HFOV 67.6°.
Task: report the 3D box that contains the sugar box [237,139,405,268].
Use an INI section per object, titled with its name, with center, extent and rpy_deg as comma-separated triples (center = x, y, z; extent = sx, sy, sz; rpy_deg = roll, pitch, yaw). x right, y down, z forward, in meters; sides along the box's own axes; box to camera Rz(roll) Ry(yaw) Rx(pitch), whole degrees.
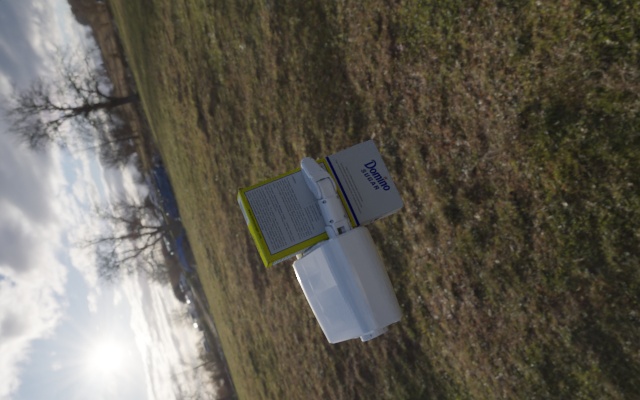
[sugar box]
center = 0.000, 0.002, 0.566
extent = 0.176, 0.093, 0.048
rpy_deg = -21, -10, -16
